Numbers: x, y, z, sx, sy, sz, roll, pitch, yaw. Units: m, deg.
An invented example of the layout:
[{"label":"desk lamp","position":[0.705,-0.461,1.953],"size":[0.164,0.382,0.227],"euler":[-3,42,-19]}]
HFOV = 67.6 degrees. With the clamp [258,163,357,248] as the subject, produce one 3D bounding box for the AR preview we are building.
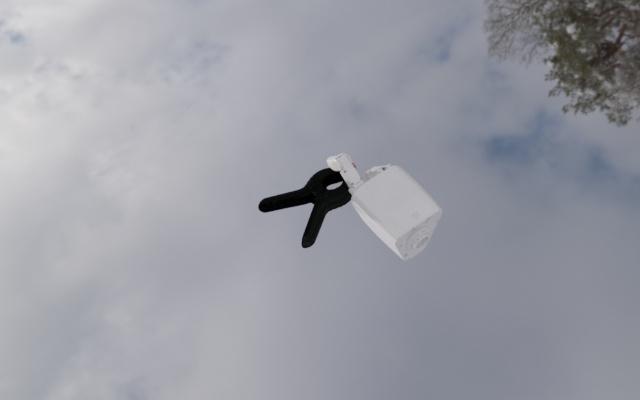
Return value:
[{"label":"clamp","position":[0.000,0.003,0.757],"size":[0.171,0.120,0.039],"euler":[-31,-32,-16]}]
